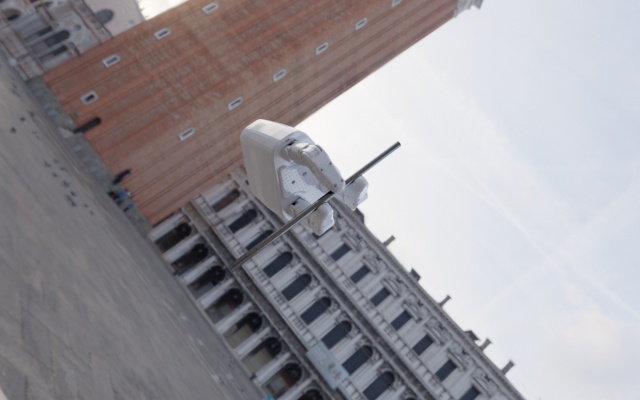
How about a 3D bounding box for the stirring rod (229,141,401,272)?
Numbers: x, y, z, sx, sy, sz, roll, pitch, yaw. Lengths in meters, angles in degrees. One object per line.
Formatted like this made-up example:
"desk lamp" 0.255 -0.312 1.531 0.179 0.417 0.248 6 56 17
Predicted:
"stirring rod" 0.000 0.002 0.525 0.239 0.011 0.011 -37 12 -17
